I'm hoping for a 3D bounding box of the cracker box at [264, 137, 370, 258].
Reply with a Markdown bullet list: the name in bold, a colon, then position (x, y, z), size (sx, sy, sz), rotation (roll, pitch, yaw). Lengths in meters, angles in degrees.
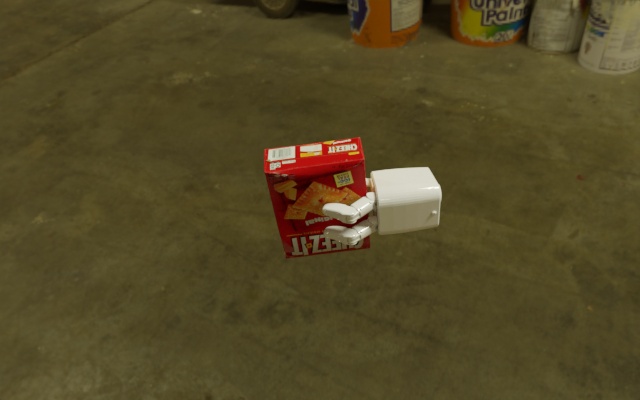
- **cracker box**: position (0.000, 0.003, 0.840), size (0.164, 0.214, 0.072), rotation (-7, 41, 2)
